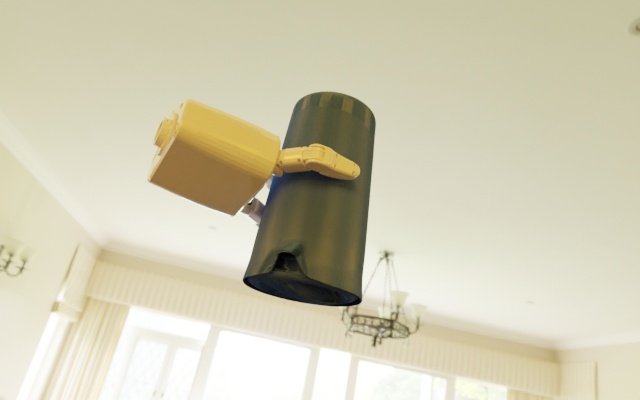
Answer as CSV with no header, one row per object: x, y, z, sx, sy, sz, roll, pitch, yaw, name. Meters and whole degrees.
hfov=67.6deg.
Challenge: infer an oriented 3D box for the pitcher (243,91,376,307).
0.000,0.002,0.578,0.145,0.242,0.149,22,-25,-26,pitcher
